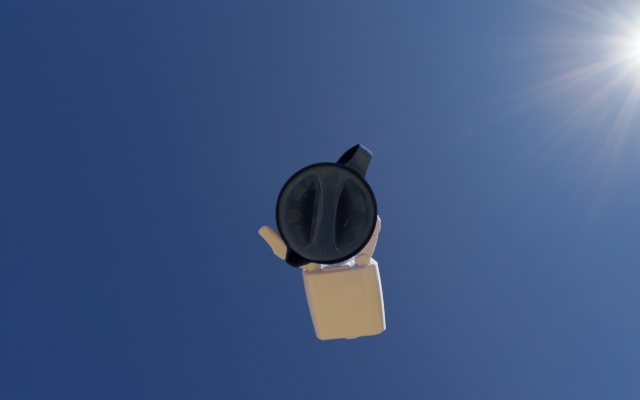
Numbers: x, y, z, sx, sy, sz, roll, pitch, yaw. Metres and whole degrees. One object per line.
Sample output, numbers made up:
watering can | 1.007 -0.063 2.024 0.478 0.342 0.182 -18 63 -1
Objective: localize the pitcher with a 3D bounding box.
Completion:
pitcher | 0.000 0.003 0.724 0.149 0.145 0.243 -13 5 -7
